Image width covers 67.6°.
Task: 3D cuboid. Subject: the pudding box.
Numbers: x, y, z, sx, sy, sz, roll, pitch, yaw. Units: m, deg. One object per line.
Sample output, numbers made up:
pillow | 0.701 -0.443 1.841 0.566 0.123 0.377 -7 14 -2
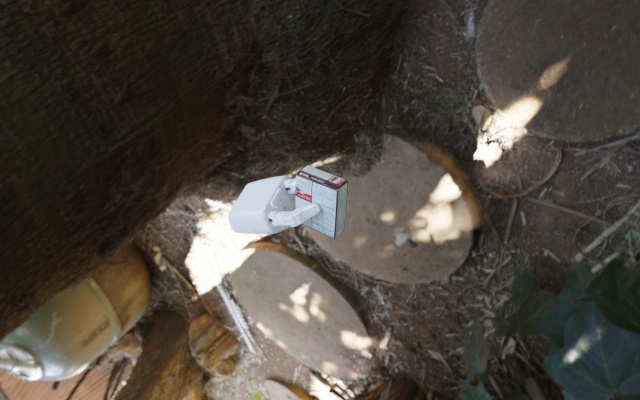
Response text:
pudding box | 0.000 0.003 0.853 0.090 0.114 0.039 22 43 24
